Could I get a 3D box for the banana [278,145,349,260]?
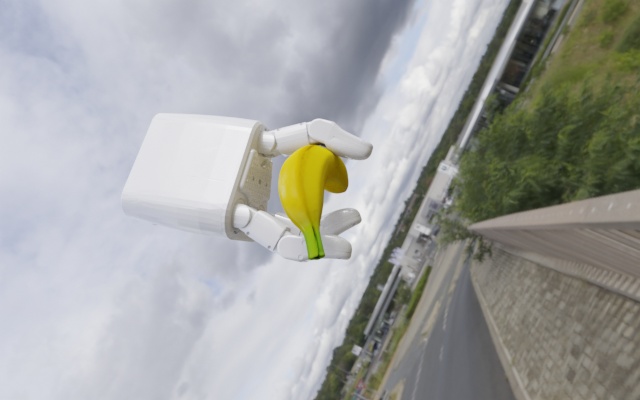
[{"bbox_3d":[-0.004,-0.015,0.416,0.037,0.070,0.197,-7,15,12],"label":"banana"}]
